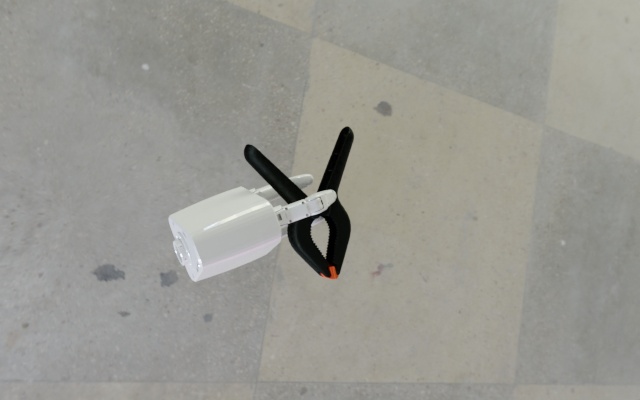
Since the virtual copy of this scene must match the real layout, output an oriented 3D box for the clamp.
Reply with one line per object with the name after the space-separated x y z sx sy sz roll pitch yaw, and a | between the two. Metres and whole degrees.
0.000 0.003 0.657 0.164 0.210 0.036 -22 9 -26 | clamp
